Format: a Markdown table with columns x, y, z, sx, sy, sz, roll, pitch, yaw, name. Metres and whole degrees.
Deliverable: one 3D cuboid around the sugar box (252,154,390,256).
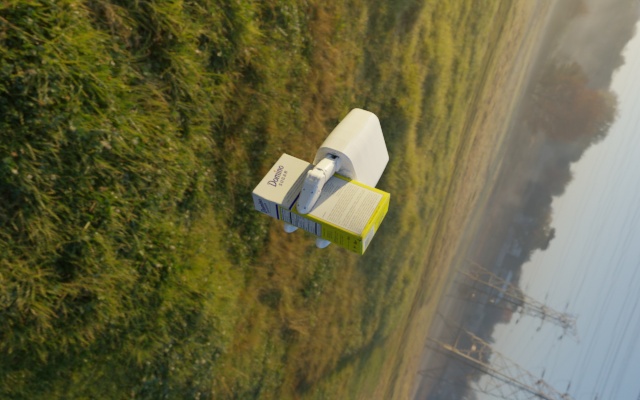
| x | y | z | sx | sy | sz | roll | pitch | yaw | name |
| --- | --- | --- | --- | --- | --- | --- | --- | --- | --- |
| 0.000 | 0.003 | 0.689 | 0.176 | 0.093 | 0.048 | 21 | -36 | 20 | sugar box |
